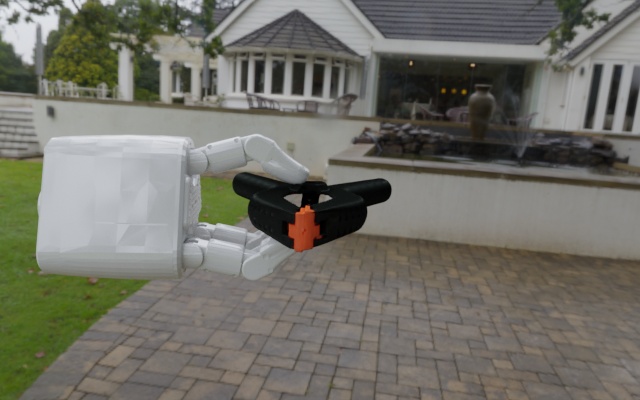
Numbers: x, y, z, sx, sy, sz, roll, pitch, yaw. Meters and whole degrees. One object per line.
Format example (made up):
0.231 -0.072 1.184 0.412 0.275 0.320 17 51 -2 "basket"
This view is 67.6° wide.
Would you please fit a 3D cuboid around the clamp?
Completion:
0.000 0.001 0.415 0.164 0.036 0.210 0 11 -6 "clamp"
